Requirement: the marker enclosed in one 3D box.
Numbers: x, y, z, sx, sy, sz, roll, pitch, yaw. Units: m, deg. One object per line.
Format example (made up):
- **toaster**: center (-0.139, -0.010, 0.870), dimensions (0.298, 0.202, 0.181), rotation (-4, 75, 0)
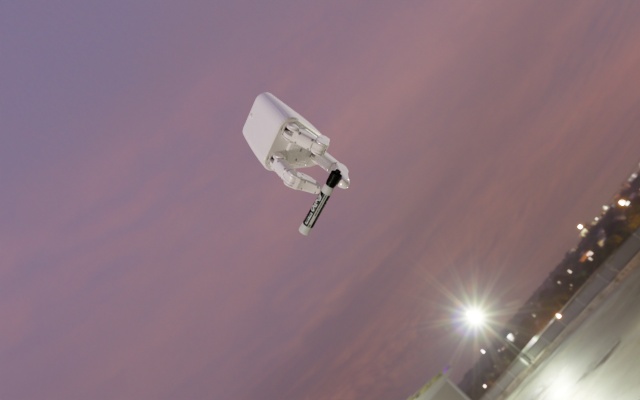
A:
- **marker**: center (0.000, 0.003, 0.753), dimensions (0.020, 0.121, 0.020), rotation (24, 23, -11)
